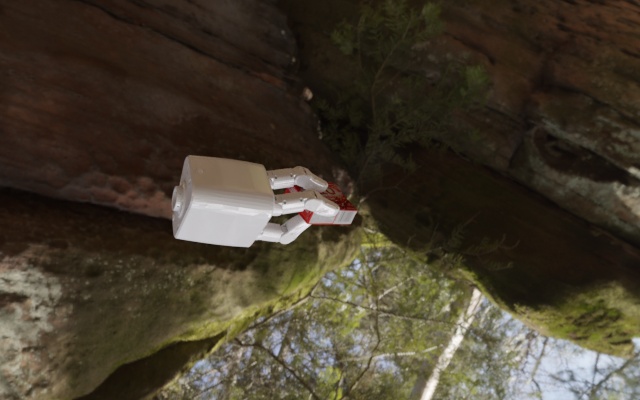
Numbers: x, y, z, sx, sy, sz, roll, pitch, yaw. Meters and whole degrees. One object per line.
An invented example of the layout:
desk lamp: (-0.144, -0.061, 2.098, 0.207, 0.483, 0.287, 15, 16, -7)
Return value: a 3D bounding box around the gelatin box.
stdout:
gelatin box: (0.000, 0.003, 0.715, 0.089, 0.030, 0.073, 2, 35, -40)
